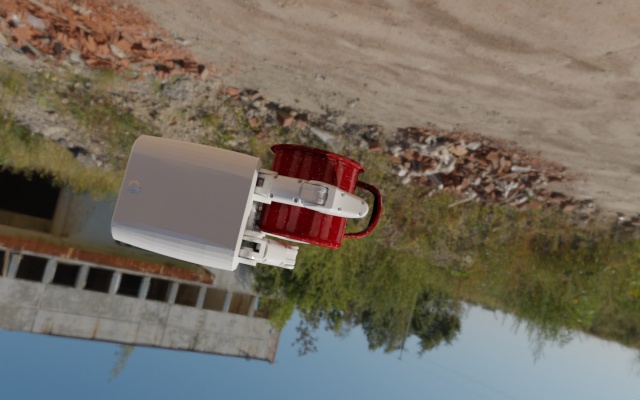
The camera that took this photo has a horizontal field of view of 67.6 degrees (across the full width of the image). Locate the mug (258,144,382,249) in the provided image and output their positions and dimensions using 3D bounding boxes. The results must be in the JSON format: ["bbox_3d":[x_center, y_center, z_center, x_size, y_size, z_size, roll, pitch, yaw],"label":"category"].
[{"bbox_3d":[0.001,0.002,0.456,0.117,0.081,0.093,14,-6,-3],"label":"mug"}]
